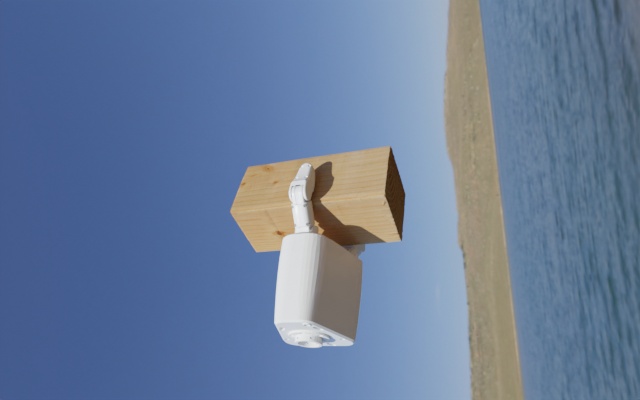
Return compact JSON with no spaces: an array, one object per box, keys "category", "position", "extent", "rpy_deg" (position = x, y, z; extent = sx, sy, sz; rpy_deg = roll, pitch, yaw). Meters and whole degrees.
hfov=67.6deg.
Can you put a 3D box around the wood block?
[{"category":"wood block","position":[0.000,0.002,0.634],"extent":[0.206,0.090,0.091],"rpy_deg":[-6,-46,21]}]
